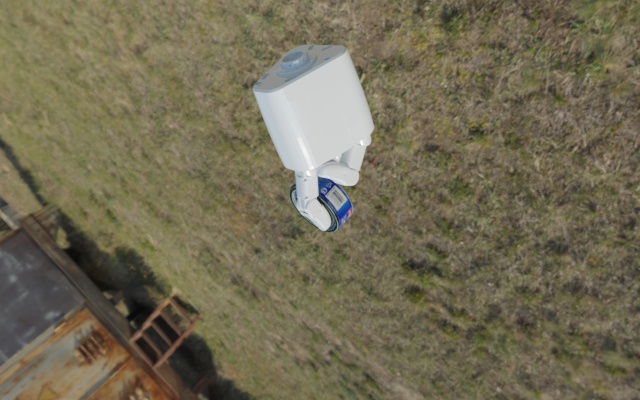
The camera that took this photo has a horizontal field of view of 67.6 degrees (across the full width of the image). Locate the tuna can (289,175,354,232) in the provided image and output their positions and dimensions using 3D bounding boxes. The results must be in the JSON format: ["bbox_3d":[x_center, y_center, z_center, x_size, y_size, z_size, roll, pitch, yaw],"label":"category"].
[{"bbox_3d":[0.000,0.003,0.639,0.033,0.086,0.086,-48,26,-26],"label":"tuna can"}]
